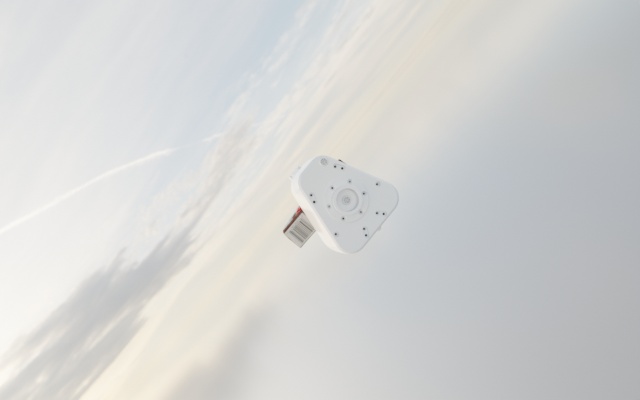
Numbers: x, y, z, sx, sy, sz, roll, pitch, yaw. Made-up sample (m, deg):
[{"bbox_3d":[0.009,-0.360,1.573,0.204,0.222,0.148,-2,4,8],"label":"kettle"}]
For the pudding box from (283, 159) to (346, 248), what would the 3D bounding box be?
[{"bbox_3d":[0.000,0.002,0.684,0.039,0.113,0.090,40,24,-5],"label":"pudding box"}]
